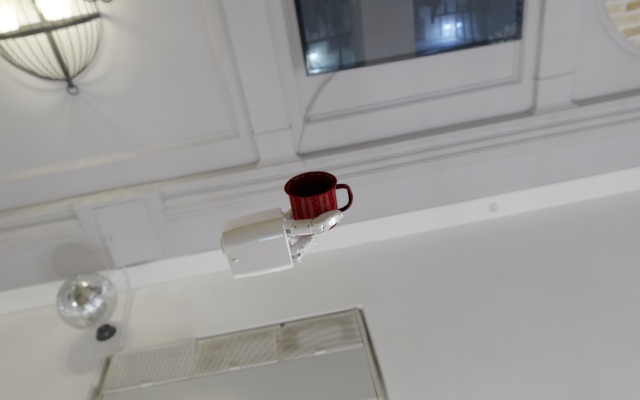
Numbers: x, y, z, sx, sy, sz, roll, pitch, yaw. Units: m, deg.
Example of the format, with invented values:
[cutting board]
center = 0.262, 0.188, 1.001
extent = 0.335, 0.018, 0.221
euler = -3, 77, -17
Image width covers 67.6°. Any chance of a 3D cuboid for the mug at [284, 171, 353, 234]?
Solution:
[mug]
center = 0.002, 0.003, 0.845
extent = 0.117, 0.081, 0.093
euler = -12, 31, -4
